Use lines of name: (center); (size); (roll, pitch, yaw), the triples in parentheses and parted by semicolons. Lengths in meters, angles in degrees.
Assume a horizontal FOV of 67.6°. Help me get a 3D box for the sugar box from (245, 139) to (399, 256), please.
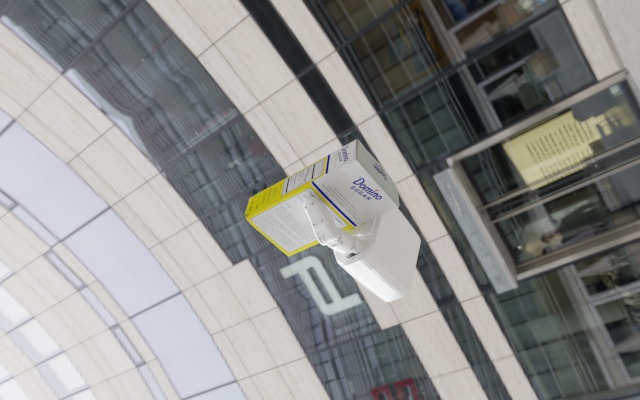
sugar box: (0.000, 0.002, 0.601); (0.176, 0.048, 0.093); (-27, -54, 26)
